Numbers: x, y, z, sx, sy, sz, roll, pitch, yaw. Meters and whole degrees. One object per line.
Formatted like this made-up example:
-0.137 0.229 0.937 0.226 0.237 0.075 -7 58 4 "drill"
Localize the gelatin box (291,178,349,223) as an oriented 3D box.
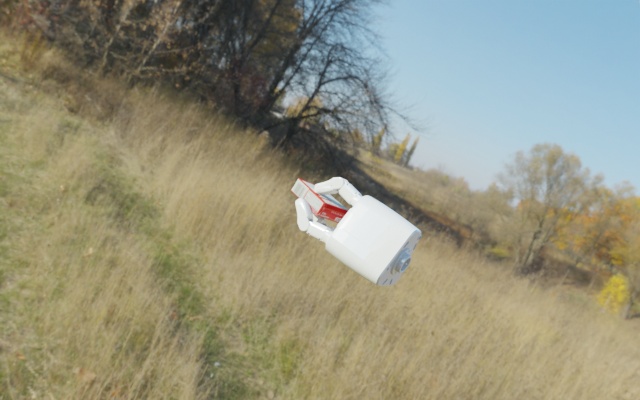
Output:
0.000 0.002 0.845 0.073 0.030 0.089 21 16 -47 "gelatin box"
